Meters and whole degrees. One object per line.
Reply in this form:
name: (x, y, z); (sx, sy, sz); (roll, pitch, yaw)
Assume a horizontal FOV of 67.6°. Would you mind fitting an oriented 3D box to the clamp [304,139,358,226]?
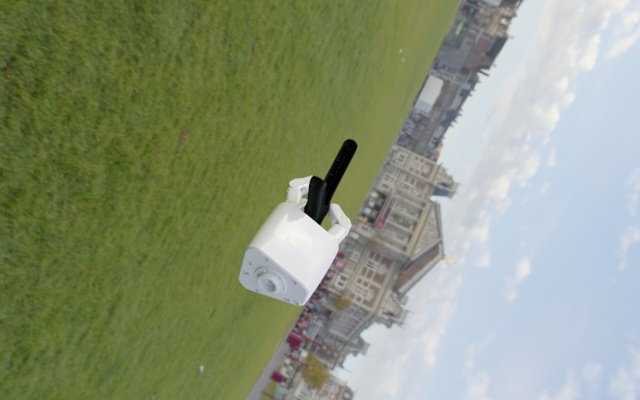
clamp: (0.001, 0.003, 0.791); (0.036, 0.210, 0.164); (29, 42, 9)
